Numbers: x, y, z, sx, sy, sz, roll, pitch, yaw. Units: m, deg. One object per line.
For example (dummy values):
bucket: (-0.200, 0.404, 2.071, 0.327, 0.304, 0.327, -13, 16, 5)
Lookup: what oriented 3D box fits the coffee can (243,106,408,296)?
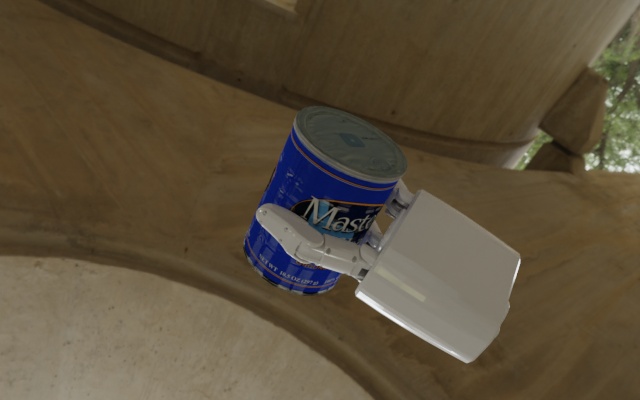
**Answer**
coffee can: (0.000, 0.001, 0.434, 0.103, 0.140, 0.102, 19, 32, -13)
